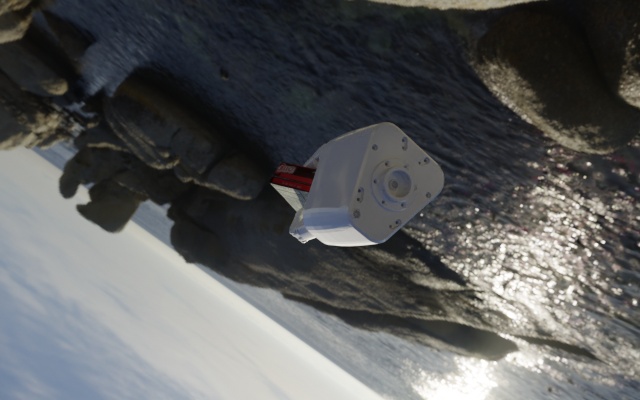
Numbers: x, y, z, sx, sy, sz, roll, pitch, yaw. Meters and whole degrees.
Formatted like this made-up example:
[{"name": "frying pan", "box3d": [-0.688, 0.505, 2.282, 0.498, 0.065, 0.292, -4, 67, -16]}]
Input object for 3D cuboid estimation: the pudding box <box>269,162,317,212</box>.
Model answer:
[{"name": "pudding box", "box3d": [0.000, 0.002, 0.608, 0.090, 0.039, 0.114, 17, -25, 42]}]
